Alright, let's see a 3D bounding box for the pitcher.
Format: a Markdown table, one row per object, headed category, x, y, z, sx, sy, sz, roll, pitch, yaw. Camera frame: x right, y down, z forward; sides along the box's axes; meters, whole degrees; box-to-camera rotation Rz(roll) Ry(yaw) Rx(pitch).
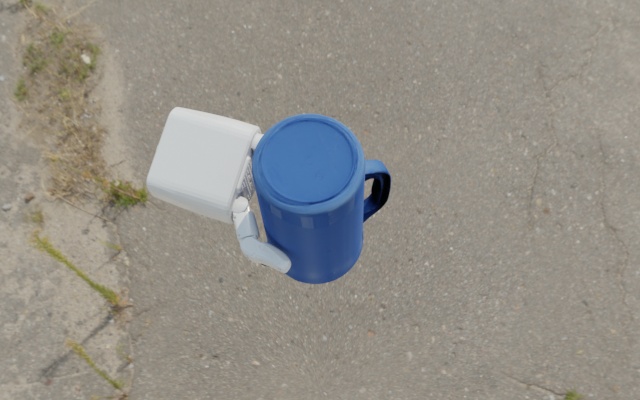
| category | x | y | z | sx | sy | sz | roll | pitch | yaw |
| --- | --- | --- | --- | --- | --- | --- | --- | --- | --- |
| pitcher | 0.000 | 0.002 | 0.555 | 0.145 | 0.149 | 0.243 | 18 | -20 | 8 |
